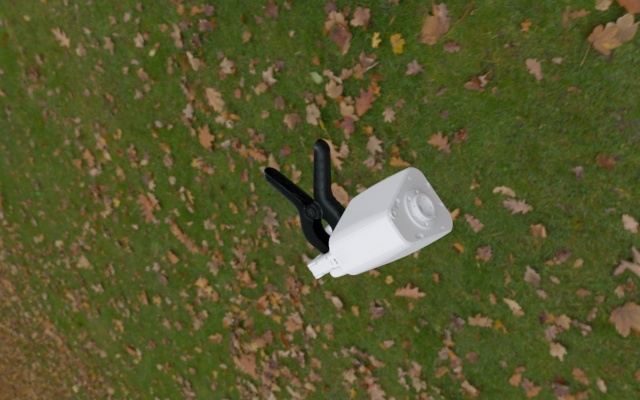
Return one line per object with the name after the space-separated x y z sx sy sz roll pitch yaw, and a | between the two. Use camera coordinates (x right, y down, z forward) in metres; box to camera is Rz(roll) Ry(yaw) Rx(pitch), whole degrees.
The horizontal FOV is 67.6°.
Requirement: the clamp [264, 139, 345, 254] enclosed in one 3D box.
0.000 0.003 0.657 0.039 0.171 0.120 -34 -1 -45 | clamp
